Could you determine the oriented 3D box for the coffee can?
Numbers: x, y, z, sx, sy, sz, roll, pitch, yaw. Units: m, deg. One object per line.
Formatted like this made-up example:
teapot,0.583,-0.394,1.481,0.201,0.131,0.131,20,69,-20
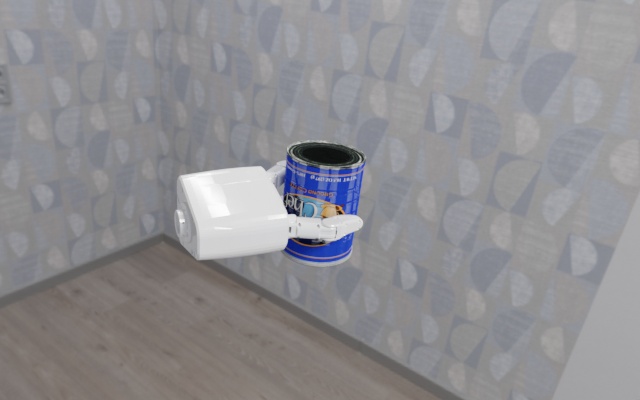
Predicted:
coffee can,0.000,0.002,0.635,0.103,0.140,0.102,6,25,-3
